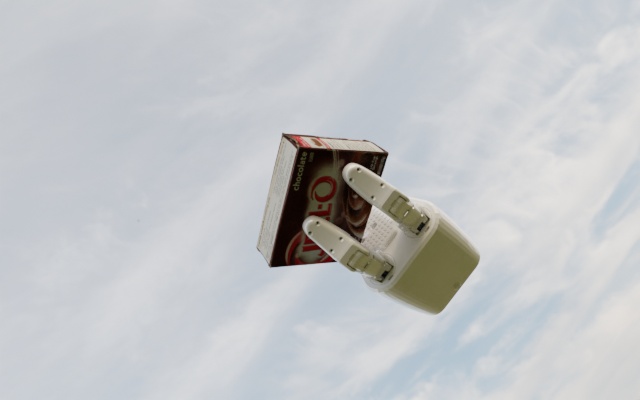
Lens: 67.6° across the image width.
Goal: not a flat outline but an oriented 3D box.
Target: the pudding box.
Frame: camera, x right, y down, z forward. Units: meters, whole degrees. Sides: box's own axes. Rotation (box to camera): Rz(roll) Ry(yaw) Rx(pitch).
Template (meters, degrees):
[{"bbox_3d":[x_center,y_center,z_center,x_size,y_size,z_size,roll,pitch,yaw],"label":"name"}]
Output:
[{"bbox_3d":[0.000,0.001,0.415,0.090,0.113,0.039,-1,25,-33],"label":"pudding box"}]
